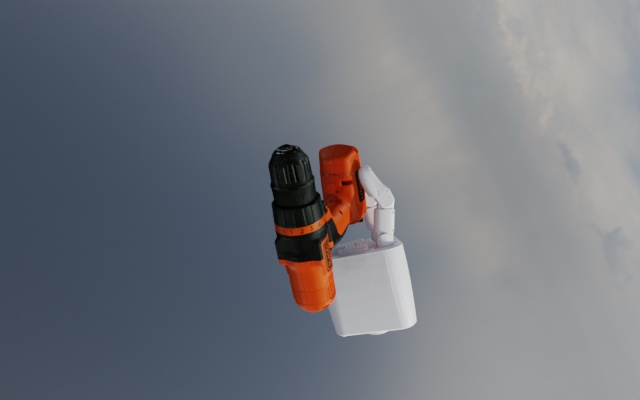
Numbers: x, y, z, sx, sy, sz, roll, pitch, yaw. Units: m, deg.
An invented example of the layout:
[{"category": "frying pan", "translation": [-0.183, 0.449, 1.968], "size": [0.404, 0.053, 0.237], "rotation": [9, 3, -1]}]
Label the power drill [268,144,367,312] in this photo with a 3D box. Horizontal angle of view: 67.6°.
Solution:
[{"category": "power drill", "translation": [0.000, 0.002, 0.542], "size": [0.057, 0.184, 0.187], "rotation": [2, 27, 20]}]
